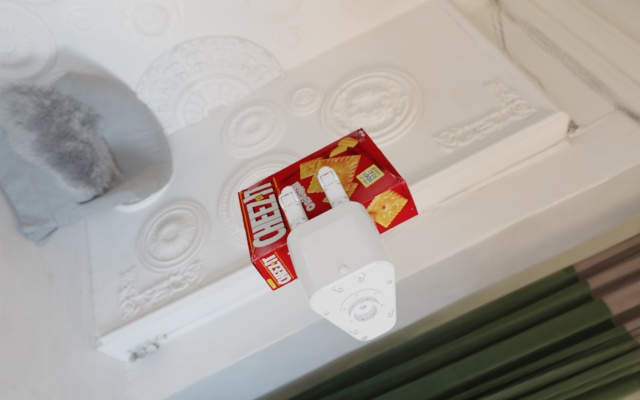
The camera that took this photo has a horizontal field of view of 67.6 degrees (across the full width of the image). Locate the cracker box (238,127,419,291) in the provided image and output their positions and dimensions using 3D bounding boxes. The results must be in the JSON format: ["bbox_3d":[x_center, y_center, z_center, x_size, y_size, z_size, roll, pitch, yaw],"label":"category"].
[{"bbox_3d":[0.000,0.002,0.654,0.214,0.072,0.164,-27,36,2],"label":"cracker box"}]
